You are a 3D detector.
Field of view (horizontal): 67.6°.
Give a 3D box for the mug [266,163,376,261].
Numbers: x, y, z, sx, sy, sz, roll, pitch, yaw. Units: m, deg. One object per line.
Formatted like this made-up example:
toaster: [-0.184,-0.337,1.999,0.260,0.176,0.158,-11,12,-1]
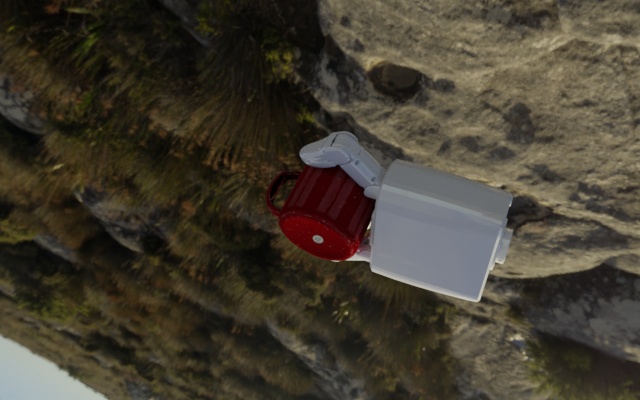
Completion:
mug: [-0.001,0.001,0.469,0.117,0.081,0.093,16,-32,20]
